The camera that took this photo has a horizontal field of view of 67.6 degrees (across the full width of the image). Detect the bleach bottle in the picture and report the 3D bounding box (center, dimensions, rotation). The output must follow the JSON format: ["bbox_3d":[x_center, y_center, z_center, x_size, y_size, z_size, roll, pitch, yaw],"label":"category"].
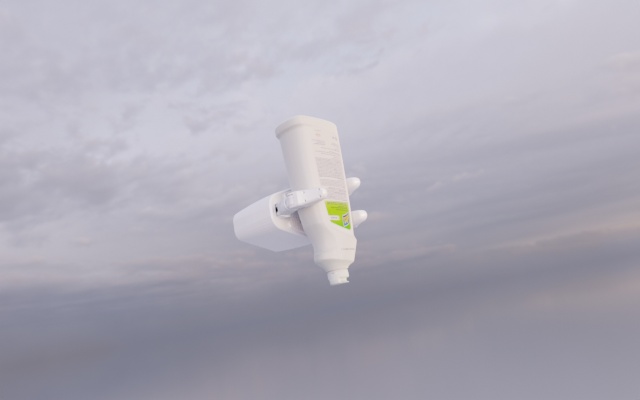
[{"bbox_3d":[0.000,0.002,0.726,0.102,0.250,0.068,3,-19,-46],"label":"bleach bottle"}]
